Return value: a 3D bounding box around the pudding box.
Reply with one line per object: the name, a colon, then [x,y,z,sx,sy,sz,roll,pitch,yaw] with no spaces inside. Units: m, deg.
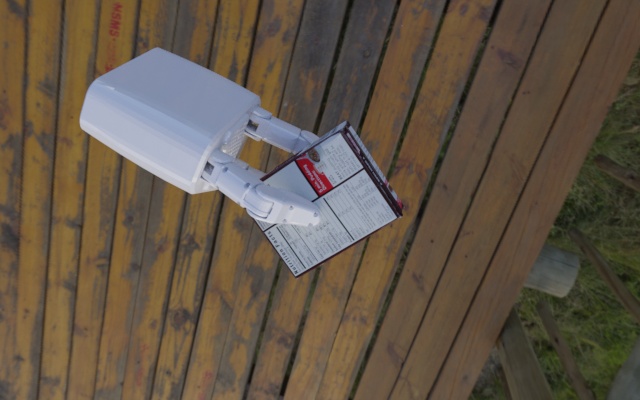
pudding box: [0.000,0.001,0.406,0.113,0.090,0.039,-32,9,20]
